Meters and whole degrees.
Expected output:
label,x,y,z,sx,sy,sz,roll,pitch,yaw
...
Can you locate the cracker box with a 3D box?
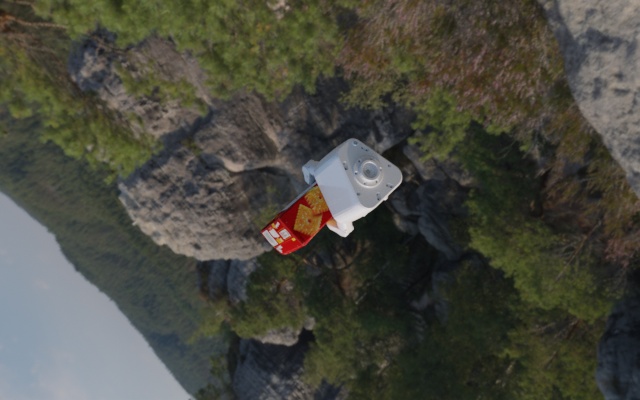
label,x,y,z,sx,sy,sz,roll,pitch,yaw
cracker box,0.000,0.003,0.894,0.213,0.072,0.164,-42,3,-21
